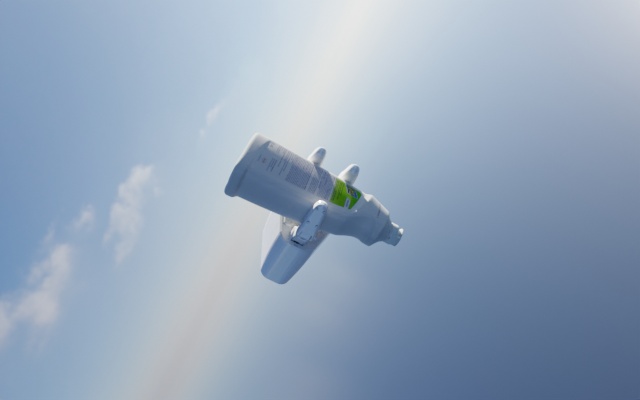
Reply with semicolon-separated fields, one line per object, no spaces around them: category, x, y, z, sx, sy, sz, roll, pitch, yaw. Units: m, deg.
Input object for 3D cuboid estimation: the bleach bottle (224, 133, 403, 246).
bleach bottle;0.000;0.002;0.671;0.251;0.102;0.068;27;-47;-7
